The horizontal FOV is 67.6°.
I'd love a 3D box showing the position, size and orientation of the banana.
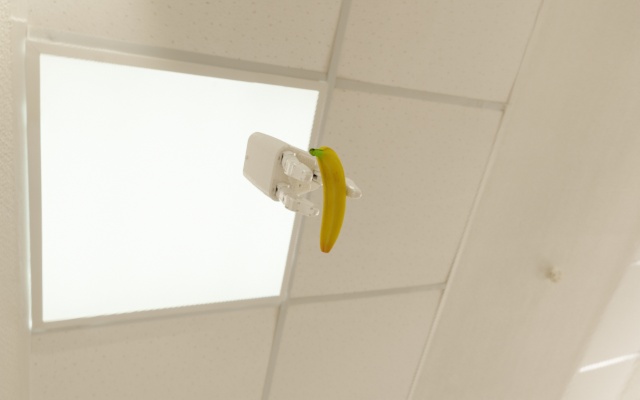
[{"bbox_3d":[0.013,-0.009,0.753,0.037,0.198,0.069,25,46,39],"label":"banana"}]
